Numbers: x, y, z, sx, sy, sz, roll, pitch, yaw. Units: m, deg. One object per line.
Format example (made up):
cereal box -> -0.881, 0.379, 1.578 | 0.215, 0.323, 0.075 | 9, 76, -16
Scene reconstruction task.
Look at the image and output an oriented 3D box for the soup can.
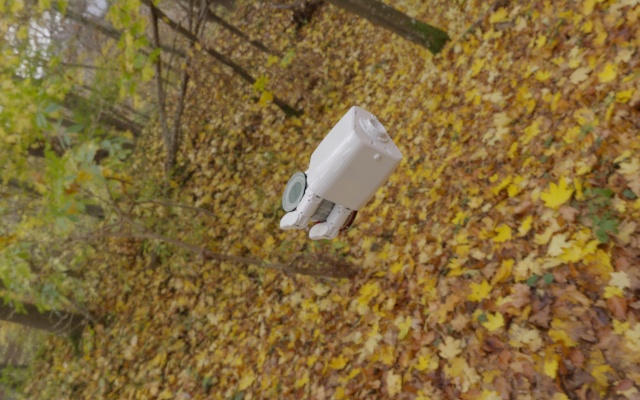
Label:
soup can -> 0.000, 0.003, 0.752 | 0.102, 0.068, 0.068 | 21, -11, -29
